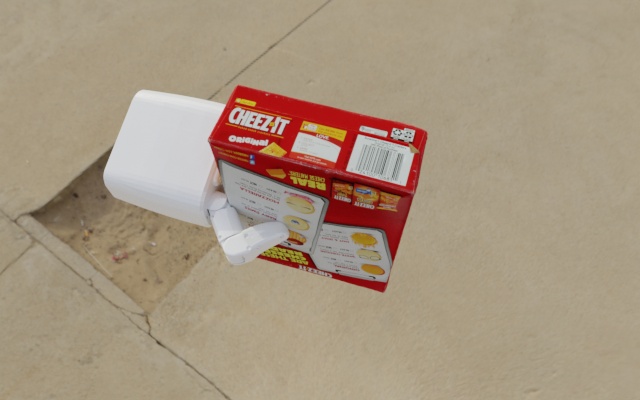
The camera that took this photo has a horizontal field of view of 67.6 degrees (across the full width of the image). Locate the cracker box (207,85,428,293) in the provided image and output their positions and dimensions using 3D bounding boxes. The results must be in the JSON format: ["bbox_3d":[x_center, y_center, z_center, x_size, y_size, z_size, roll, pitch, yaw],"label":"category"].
[{"bbox_3d":[0.000,0.002,0.455,0.164,0.072,0.214,14,-29,9],"label":"cracker box"}]
